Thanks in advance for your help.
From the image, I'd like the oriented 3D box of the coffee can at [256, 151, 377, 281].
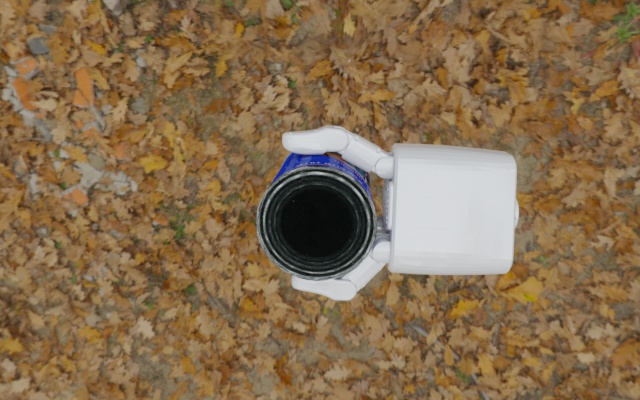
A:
[{"bbox_3d":[0.000,0.001,0.465,0.103,0.103,0.140,0,16,3],"label":"coffee can"}]
